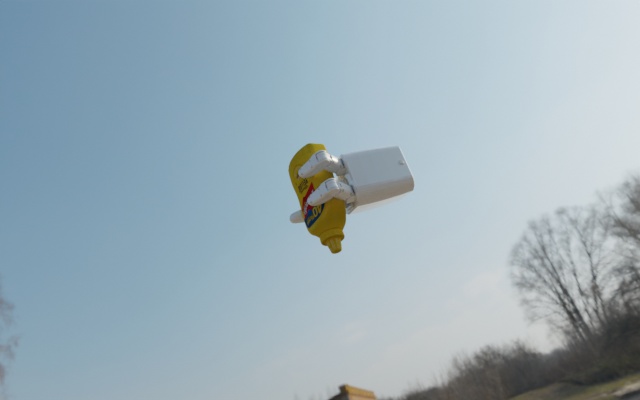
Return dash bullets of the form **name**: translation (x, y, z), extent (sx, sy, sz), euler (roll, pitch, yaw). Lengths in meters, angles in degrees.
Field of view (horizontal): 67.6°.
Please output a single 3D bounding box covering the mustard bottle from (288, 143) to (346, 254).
- **mustard bottle**: translation (0.000, 0.002, 0.818), extent (0.058, 0.191, 0.096), euler (1, -33, -33)
